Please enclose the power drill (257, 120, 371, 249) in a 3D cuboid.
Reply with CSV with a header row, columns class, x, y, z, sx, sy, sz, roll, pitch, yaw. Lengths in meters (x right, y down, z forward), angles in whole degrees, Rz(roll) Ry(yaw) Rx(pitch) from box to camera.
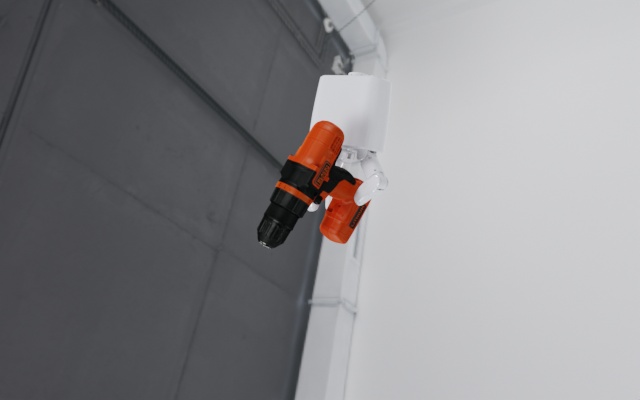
class,x,y,z,sx,sy,sz,roll,pitch,yaw
power drill,0.000,0.002,0.682,0.057,0.184,0.188,28,-6,29
